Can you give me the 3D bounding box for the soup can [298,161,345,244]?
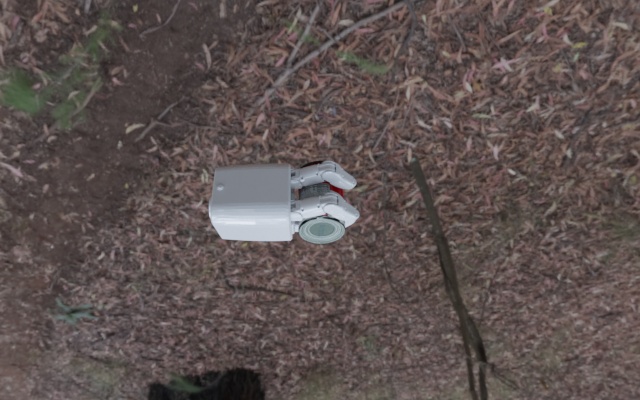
[{"bbox_3d":[0.001,0.003,0.692,0.068,0.102,0.069,-1,-36,-1],"label":"soup can"}]
